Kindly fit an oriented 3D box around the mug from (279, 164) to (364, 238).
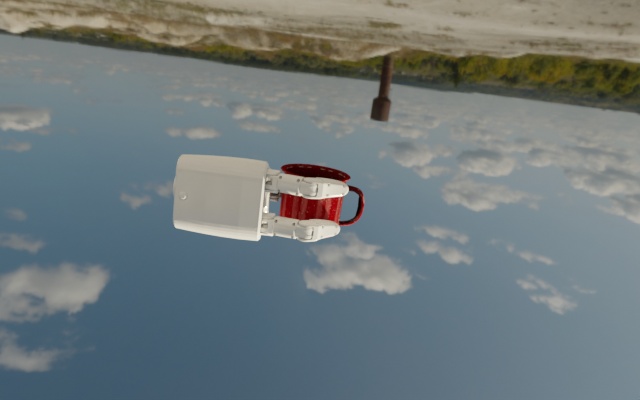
[{"bbox_3d":[0.002,0.002,0.641,0.117,0.081,0.093,8,15,-1],"label":"mug"}]
